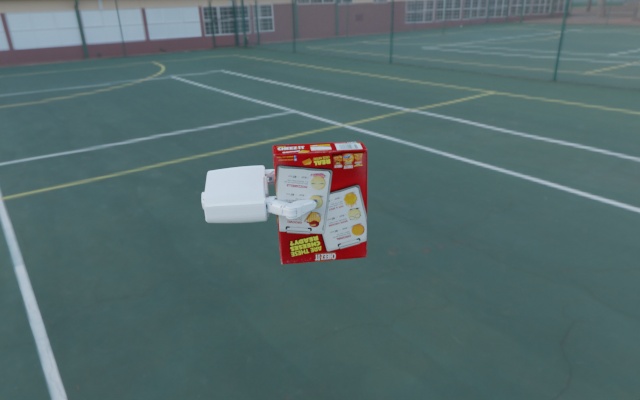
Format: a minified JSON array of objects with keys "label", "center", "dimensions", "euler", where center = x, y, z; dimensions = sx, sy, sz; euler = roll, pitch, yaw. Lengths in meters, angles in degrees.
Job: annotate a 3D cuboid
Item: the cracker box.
[{"label":"cracker box","center":[0.000,0.003,0.877],"dimensions":[0.164,0.214,0.072],"euler":[-4,23,-5]}]
